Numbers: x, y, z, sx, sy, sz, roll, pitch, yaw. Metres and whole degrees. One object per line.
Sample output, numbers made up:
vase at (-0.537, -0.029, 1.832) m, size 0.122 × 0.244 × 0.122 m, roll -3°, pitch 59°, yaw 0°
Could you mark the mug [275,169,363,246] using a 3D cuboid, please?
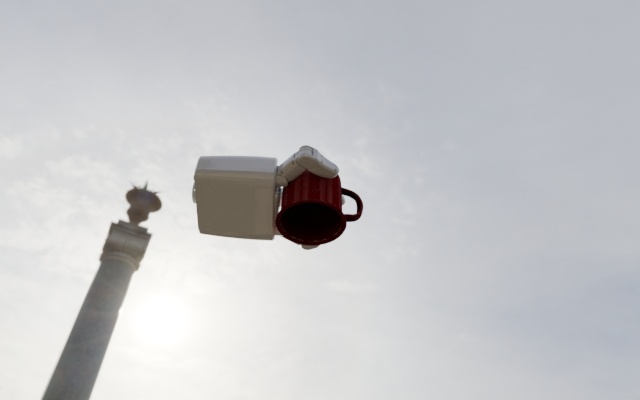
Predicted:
mug at (0.002, 0.002, 0.649) m, size 0.117 × 0.081 × 0.093 m, roll 3°, pitch -43°, yaw -2°
